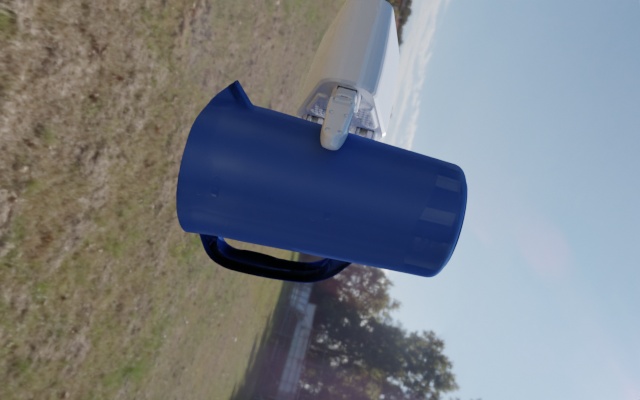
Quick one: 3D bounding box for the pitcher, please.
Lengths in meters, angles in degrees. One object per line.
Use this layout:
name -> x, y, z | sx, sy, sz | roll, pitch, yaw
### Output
pitcher -> 0.000, 0.001, 0.450 | 0.243, 0.145, 0.149 | 14, -20, 2
